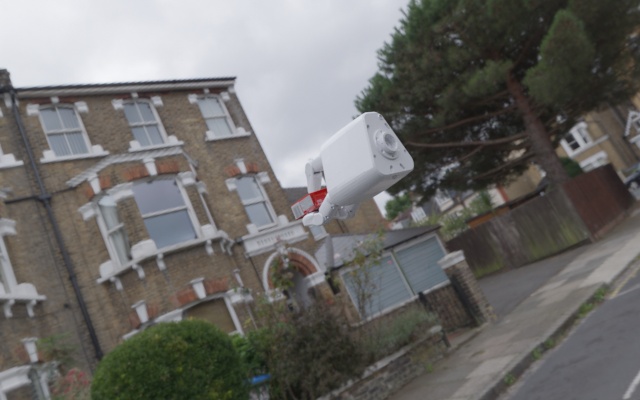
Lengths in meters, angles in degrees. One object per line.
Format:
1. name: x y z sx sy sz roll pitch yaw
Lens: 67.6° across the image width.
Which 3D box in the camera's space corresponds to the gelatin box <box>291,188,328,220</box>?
1. gelatin box: 0.000 0.002 0.829 0.073 0.030 0.089 -17 -8 -29
